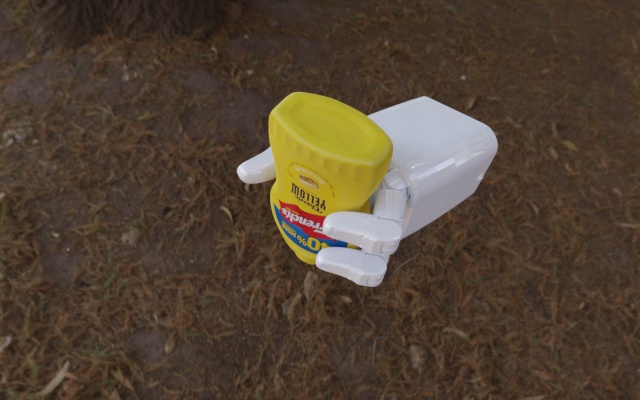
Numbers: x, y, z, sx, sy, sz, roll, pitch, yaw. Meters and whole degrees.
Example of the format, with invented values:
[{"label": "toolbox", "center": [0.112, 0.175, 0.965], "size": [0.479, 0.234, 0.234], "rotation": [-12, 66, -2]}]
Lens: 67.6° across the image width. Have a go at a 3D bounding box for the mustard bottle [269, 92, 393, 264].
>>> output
[{"label": "mustard bottle", "center": [0.000, 0.001, 0.424], "size": [0.096, 0.058, 0.192], "rotation": [28, -35, 15]}]
